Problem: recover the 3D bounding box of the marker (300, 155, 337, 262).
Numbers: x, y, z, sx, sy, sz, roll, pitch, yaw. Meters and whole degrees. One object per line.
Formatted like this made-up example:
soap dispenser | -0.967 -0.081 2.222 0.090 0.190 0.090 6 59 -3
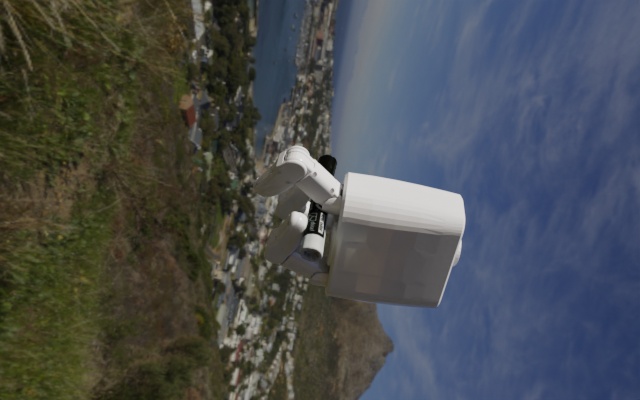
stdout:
marker | 0.000 0.001 0.428 0.020 0.121 0.020 5 -44 5
